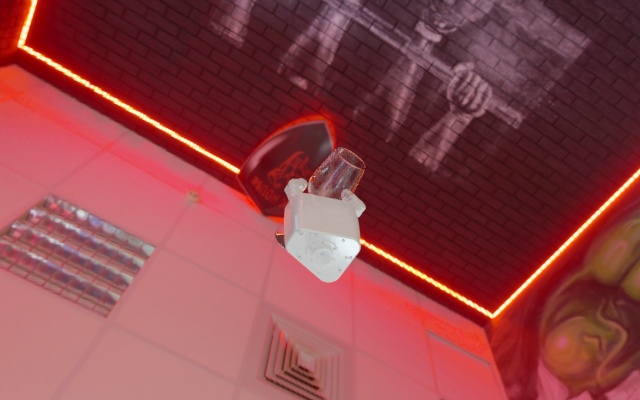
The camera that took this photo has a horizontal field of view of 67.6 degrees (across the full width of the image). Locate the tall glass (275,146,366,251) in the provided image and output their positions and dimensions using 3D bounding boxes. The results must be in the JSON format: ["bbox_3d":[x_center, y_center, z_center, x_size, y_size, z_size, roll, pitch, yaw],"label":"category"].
[{"bbox_3d":[0.000,0.003,0.842,0.079,0.201,0.079,28,24,-14],"label":"tall glass"}]
